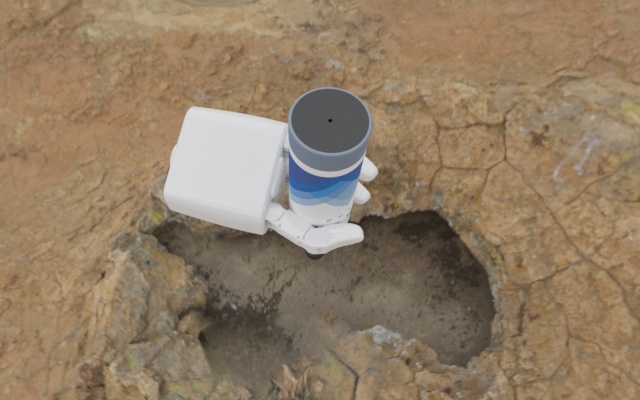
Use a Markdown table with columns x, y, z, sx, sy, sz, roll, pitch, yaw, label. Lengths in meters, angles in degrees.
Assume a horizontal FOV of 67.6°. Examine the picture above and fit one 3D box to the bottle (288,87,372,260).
| x | y | z | sx | sy | sz | roll | pitch | yaw | label |
| --- | --- | --- | --- | --- | --- | --- | --- | --- | --- |
| 0.000 | 0.002 | 0.507 | 0.069 | 0.069 | 0.296 | 0 | -26 | -3 | bottle |
